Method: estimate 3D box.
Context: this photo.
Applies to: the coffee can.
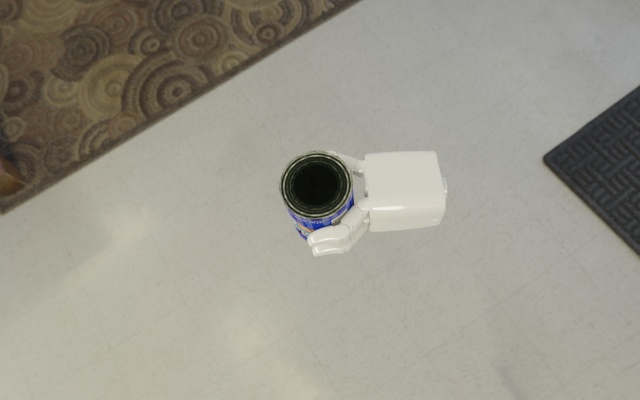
[{"bbox_3d":[0.000,0.002,0.716,0.103,0.102,0.140,0,-21,6],"label":"coffee can"}]
